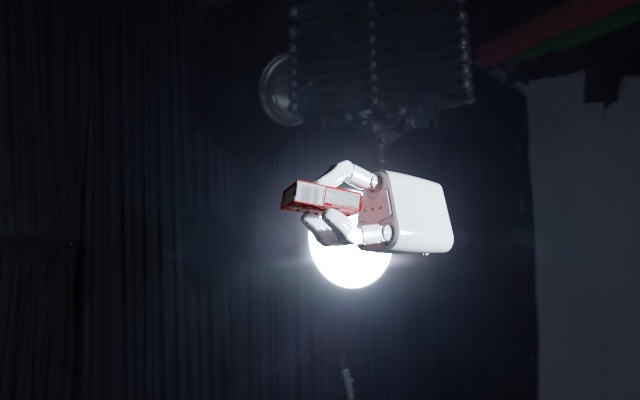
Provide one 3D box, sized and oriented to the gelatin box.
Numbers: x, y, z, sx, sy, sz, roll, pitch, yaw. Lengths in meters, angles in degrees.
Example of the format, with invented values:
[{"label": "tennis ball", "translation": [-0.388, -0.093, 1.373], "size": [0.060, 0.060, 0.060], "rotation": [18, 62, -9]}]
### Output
[{"label": "gelatin box", "translation": [0.000, 0.002, 0.616], "size": [0.089, 0.030, 0.073], "rotation": [11, -12, -16]}]
